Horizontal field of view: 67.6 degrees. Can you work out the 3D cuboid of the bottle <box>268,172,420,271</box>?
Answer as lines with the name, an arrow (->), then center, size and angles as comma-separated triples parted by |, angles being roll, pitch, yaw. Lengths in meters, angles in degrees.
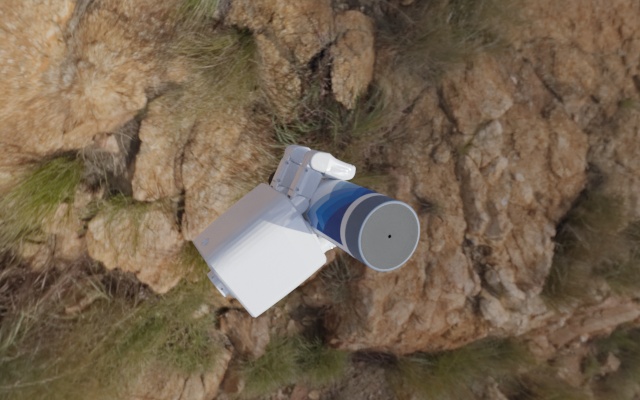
bottle -> 0.000, 0.002, 0.558 | 0.069, 0.069, 0.295 | 0, 12, -26
